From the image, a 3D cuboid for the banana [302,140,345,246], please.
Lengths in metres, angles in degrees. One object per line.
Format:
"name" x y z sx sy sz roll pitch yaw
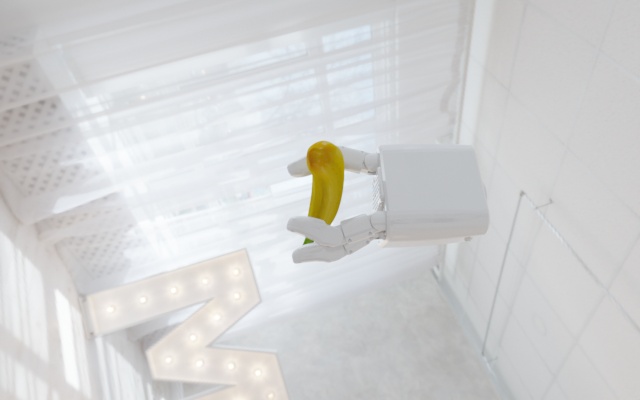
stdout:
"banana" 0.004 -0.012 0.510 0.037 0.069 0.198 13 -32 5
